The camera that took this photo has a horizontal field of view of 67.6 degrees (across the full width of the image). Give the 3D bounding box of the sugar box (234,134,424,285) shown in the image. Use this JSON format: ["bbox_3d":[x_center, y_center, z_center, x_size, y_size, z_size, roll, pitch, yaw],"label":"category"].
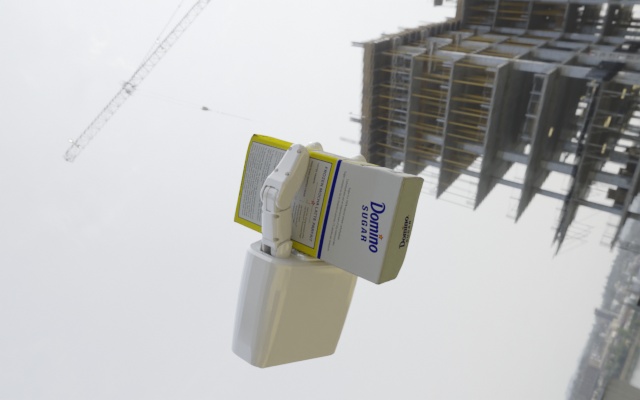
[{"bbox_3d":[0.000,0.002,0.441,0.176,0.093,0.048,20,13,33],"label":"sugar box"}]
